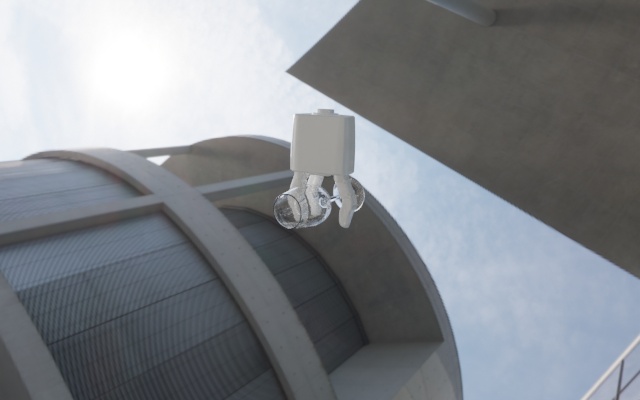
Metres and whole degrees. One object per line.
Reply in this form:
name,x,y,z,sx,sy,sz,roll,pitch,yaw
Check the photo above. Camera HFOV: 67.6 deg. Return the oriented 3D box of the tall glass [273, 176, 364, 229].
tall glass,0.001,0.003,0.889,0.079,0.079,0.201,0,9,35
